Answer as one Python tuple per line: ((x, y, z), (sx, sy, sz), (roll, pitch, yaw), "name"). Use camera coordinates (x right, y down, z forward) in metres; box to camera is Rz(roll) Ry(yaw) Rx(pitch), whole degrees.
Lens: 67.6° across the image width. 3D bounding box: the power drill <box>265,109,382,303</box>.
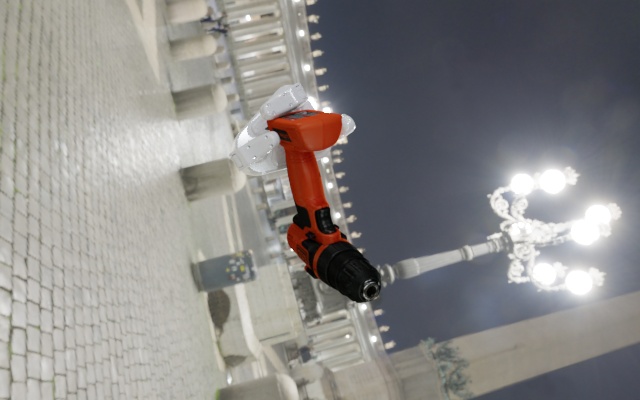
((0.000, 0.001, 0.514), (0.057, 0.188, 0.184), (-16, 20, -22), "power drill")
